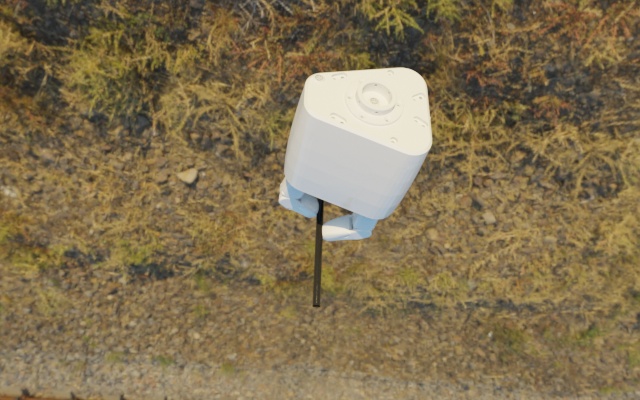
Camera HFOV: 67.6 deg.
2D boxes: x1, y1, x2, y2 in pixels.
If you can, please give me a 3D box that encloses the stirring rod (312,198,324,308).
[{"bbox_3d":[0.000,0.002,0.538,0.011,0.239,0.011,2,-30,1],"label":"stirring rod"}]
